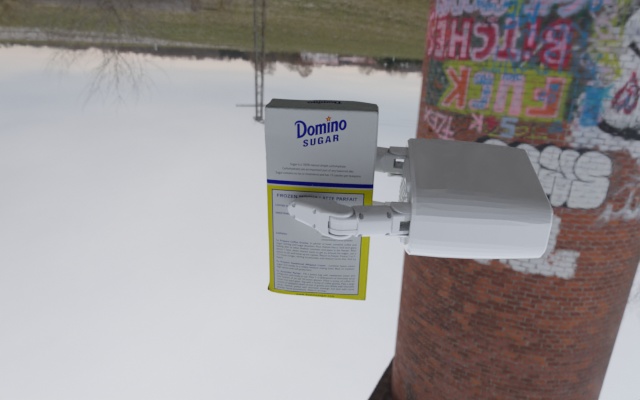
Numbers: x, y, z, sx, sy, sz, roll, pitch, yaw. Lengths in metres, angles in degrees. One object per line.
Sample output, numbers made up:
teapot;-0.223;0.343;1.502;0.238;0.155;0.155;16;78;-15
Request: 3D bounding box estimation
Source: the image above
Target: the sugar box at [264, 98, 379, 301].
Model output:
sugar box;0.000;0.001;0.424;0.093;0.176;0.048;4;21;4
